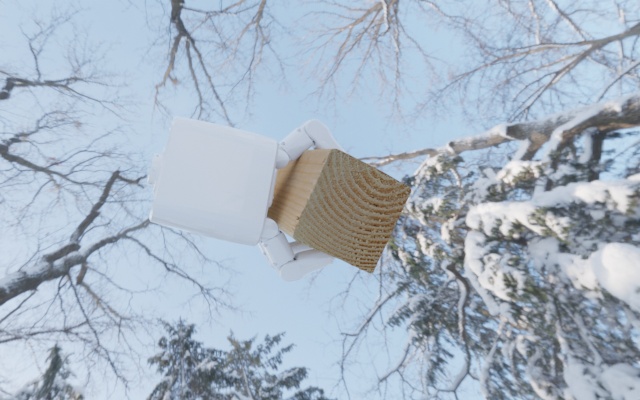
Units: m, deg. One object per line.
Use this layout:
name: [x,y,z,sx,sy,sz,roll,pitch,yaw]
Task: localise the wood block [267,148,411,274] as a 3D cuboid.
wood block: [0.000,0.001,0.526,0.090,0.091,0.206,26,-2,-18]
